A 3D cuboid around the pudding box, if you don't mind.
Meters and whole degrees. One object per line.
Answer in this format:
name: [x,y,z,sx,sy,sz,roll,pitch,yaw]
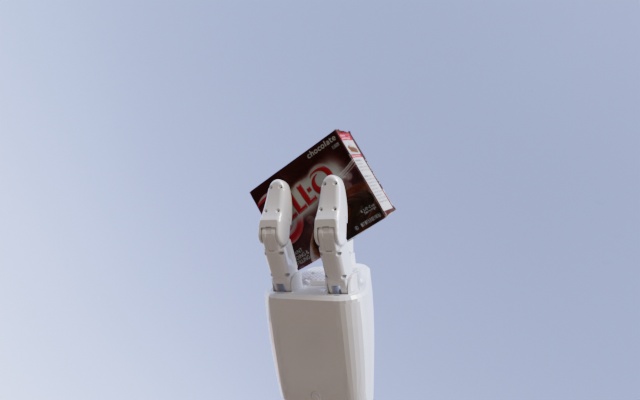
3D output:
pudding box: [0.000,0.001,0.446,0.113,0.090,0.039,-33,-8,23]
